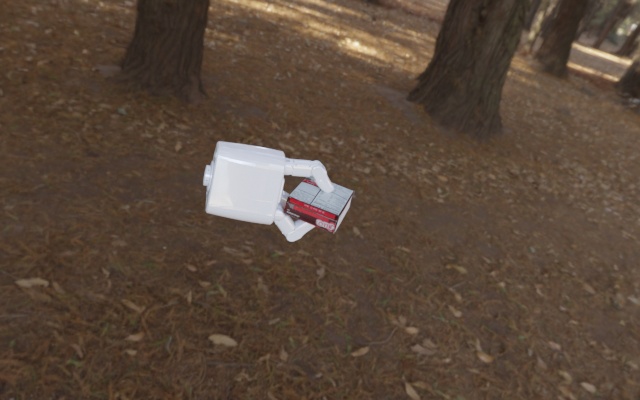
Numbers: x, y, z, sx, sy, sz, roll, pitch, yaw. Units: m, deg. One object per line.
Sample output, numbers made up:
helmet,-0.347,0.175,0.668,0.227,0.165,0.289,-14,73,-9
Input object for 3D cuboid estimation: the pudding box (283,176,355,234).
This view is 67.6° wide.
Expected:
pudding box,0.000,0.002,0.794,0.090,0.039,0.113,23,29,8
